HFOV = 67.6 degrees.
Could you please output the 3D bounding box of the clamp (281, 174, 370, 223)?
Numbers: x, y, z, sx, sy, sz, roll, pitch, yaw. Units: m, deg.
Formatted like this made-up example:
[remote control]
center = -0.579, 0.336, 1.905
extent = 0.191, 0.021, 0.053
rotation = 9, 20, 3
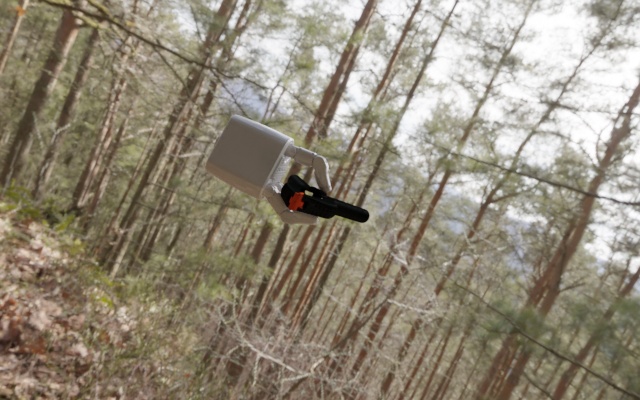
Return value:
[clamp]
center = 0.000, 0.002, 0.780
extent = 0.164, 0.036, 0.210
rotation = 25, 8, 6
